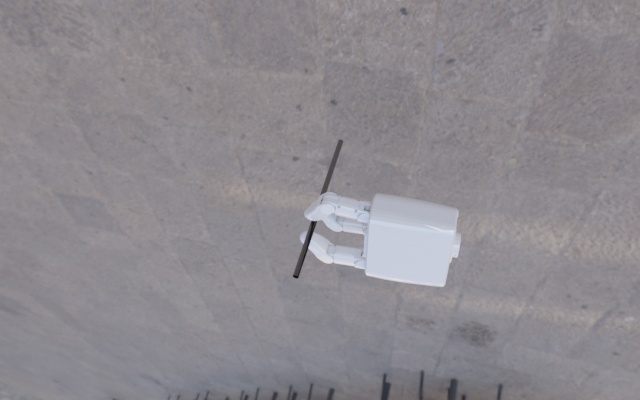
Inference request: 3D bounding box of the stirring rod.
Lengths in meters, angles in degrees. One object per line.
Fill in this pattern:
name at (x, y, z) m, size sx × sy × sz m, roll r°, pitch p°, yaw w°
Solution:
stirring rod at (0.000, 0.002, 0.666) m, size 0.011 × 0.239 × 0.011 m, roll 12°, pitch -36°, yaw 9°
